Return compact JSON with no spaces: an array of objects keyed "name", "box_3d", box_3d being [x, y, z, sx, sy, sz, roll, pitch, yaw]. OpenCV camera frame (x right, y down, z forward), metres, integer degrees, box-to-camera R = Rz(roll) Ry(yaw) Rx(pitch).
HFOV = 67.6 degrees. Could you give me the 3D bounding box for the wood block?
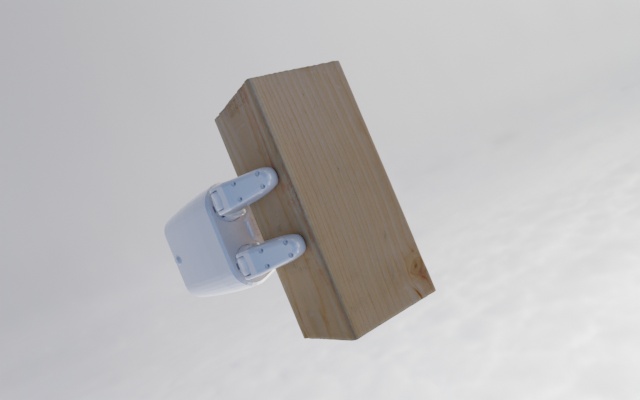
[{"name":"wood block","box_3d":[0.000,0.001,0.405,0.091,0.206,0.090,-22,-2,-32]}]
